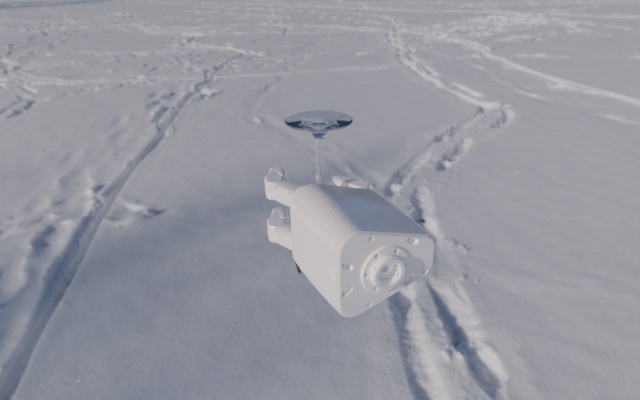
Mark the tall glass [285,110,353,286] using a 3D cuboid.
[{"bbox_3d":[0.000,0.001,0.562,0.079,0.201,0.079,-1,26,0],"label":"tall glass"}]
